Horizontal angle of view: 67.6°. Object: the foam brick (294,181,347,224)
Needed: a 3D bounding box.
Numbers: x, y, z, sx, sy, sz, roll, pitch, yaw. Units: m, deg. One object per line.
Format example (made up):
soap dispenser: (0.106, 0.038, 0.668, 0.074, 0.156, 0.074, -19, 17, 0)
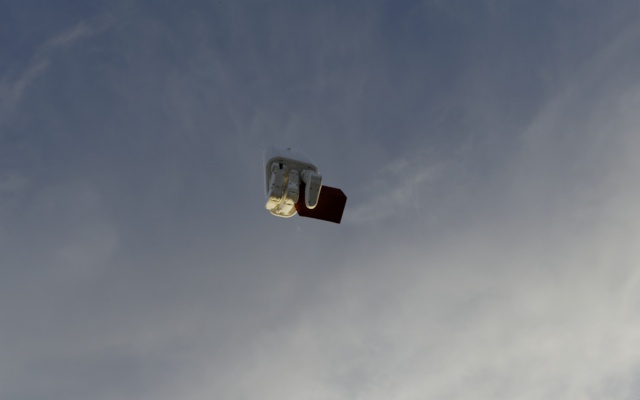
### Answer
foam brick: (0.000, 0.003, 0.851, 0.078, 0.053, 0.051, 13, 16, -16)
